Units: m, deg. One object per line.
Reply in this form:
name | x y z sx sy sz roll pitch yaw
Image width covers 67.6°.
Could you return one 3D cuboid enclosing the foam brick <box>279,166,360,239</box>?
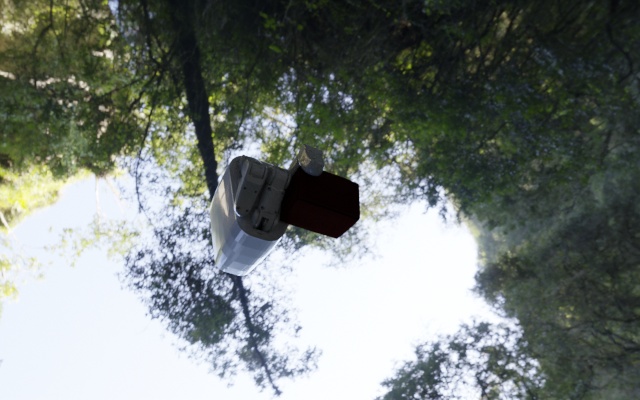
foam brick | 0.000 0.002 0.552 0.078 0.053 0.051 19 -40 -19
